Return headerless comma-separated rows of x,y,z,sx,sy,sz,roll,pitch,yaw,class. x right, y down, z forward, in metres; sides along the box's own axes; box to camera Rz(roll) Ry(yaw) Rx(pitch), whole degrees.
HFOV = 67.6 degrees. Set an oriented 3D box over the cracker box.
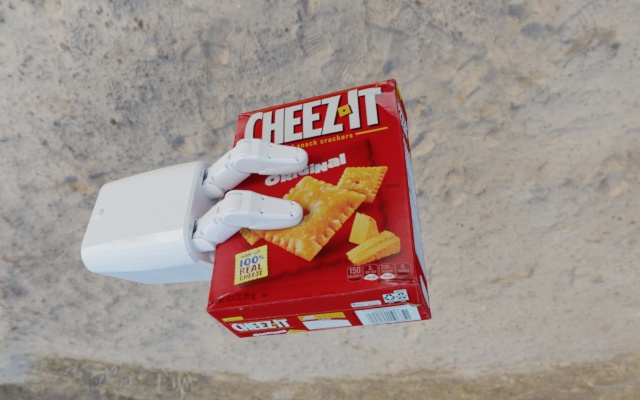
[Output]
0.000,0.002,0.420,0.164,0.213,0.072,-9,-36,14,cracker box
